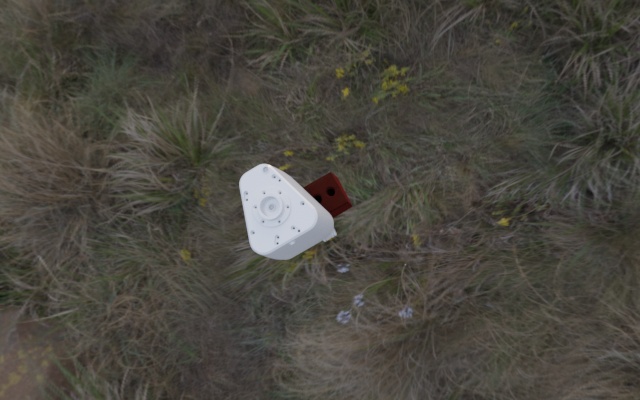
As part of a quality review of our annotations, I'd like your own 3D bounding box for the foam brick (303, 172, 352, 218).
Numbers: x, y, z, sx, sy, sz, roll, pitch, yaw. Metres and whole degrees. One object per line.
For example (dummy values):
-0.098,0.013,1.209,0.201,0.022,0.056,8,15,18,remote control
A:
0.000,0.002,0.705,0.078,0.053,0.051,-30,-13,5,foam brick
